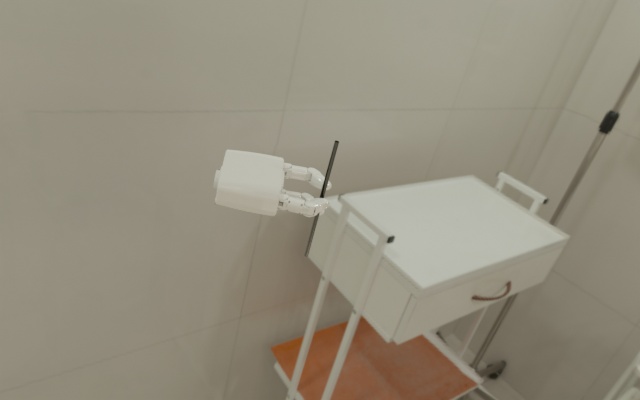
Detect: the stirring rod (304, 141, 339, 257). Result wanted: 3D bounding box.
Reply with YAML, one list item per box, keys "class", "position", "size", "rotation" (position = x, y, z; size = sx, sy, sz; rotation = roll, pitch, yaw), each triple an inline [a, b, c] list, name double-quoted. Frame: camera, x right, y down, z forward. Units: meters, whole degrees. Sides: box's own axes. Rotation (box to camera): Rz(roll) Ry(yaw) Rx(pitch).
- class: "stirring rod"
  position: [0.000, 0.003, 0.866]
  size: [0.011, 0.240, 0.011]
  rotation: [12, 28, -6]
